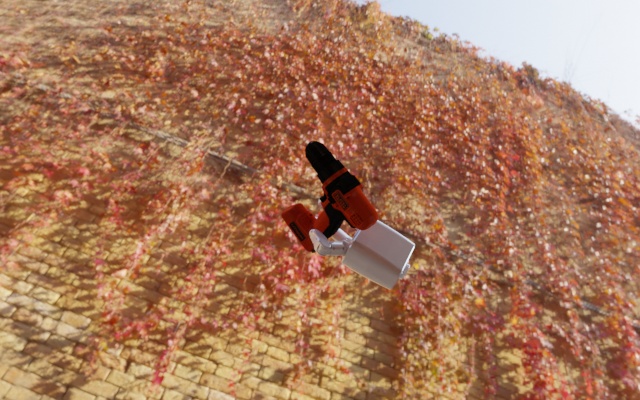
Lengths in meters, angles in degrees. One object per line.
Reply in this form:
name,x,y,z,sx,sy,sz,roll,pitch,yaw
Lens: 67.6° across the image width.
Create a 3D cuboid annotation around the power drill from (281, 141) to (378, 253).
power drill,0.000,0.003,0.890,0.057,0.184,0.188,-30,-8,-41
